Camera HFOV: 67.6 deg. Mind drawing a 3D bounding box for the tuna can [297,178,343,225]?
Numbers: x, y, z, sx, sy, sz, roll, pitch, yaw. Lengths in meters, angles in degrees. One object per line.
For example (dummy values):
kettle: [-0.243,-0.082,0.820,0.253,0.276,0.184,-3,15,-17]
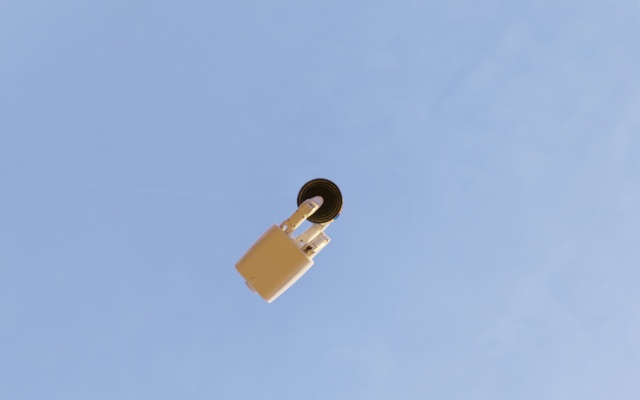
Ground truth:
tuna can: [0.000,0.003,0.894,0.086,0.086,0.034,0,-9,7]
